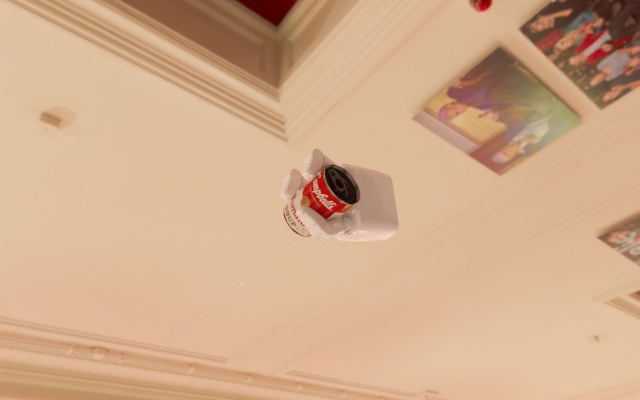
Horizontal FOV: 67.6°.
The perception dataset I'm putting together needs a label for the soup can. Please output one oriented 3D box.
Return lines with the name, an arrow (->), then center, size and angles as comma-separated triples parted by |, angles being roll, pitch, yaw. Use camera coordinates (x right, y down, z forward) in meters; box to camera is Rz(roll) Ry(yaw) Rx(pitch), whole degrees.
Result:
soup can -> 0.000, 0.003, 0.710 | 0.068, 0.068, 0.102 | 0, -31, -47
